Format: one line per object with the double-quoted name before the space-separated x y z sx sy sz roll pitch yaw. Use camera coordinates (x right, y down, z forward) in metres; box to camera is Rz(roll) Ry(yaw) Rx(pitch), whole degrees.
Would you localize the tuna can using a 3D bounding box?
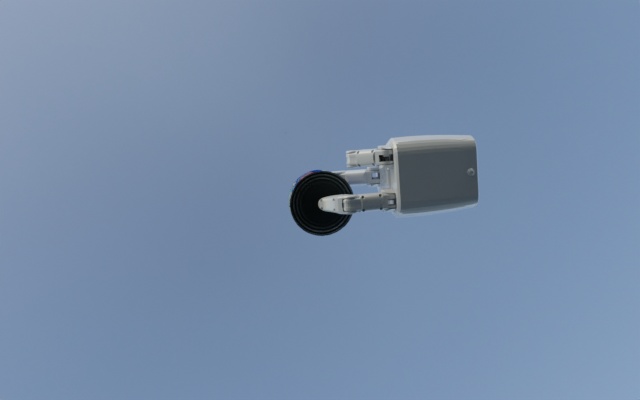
"tuna can" 0.000 0.002 0.636 0.086 0.086 0.033 0 8 -10
